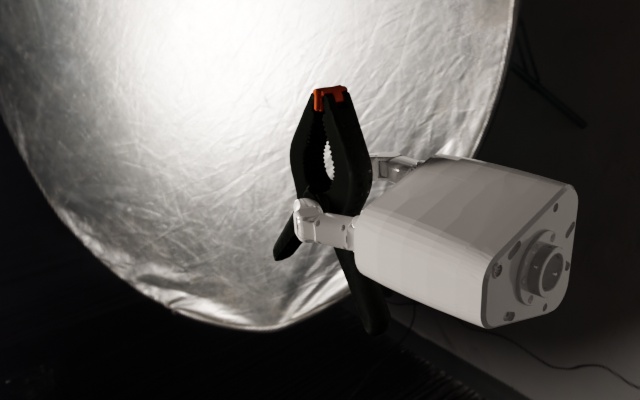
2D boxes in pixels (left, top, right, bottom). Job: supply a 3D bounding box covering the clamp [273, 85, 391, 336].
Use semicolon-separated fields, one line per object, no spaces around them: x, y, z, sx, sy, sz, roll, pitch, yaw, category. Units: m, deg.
0.000;0.001;0.437;0.036;0.210;0.164;-18;24;-35;clamp
